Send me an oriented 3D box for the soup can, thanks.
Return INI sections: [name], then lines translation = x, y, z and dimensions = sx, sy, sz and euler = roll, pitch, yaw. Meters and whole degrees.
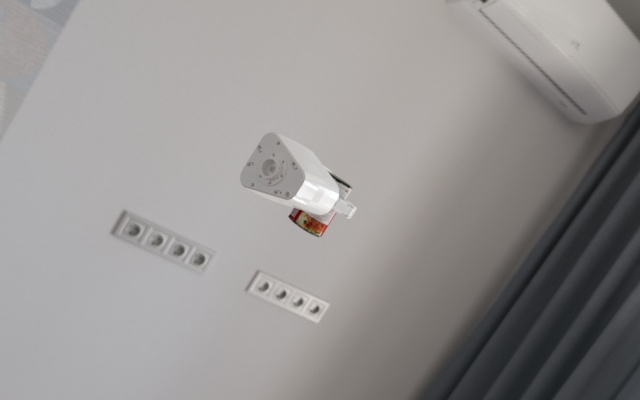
[soup can]
translation = 0.001, 0.003, 0.813
dimensions = 0.068, 0.102, 0.068
euler = 32, 6, -4
